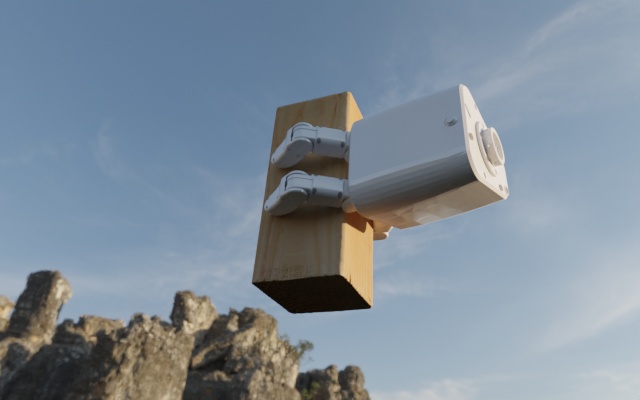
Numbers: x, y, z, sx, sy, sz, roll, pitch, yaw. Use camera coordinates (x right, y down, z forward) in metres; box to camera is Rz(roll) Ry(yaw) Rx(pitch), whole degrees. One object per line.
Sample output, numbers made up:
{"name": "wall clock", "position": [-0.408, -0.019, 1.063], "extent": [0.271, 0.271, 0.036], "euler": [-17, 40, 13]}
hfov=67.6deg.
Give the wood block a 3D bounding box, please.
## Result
{"name": "wood block", "position": [0.001, 0.002, 0.494], "extent": [0.090, 0.206, 0.091], "euler": [-9, -34, 21]}
